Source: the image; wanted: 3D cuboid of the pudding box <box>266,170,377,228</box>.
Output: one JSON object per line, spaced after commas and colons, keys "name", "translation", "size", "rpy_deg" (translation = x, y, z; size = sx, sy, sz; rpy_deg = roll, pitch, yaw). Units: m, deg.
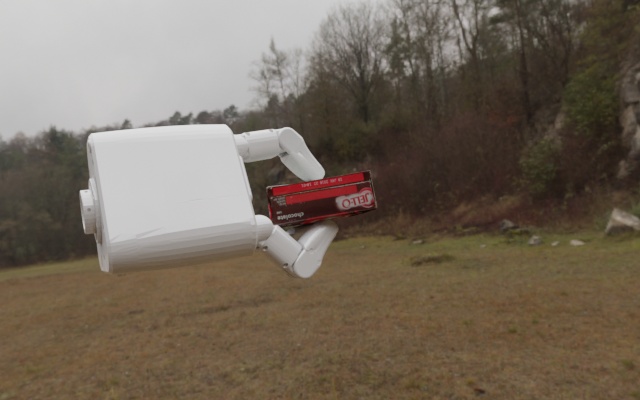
{"name": "pudding box", "translation": [0.000, 0.001, 0.447], "size": [0.090, 0.039, 0.113], "rpy_deg": [-9, -1, -1]}
